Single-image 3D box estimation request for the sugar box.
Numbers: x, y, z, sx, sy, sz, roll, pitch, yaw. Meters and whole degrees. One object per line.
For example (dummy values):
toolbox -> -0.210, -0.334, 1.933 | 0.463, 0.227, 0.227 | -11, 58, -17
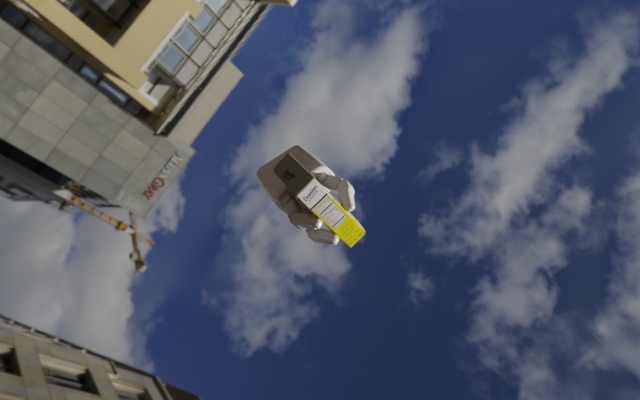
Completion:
sugar box -> 0.000, 0.003, 0.798 | 0.176, 0.048, 0.093 | 42, 3, -43
